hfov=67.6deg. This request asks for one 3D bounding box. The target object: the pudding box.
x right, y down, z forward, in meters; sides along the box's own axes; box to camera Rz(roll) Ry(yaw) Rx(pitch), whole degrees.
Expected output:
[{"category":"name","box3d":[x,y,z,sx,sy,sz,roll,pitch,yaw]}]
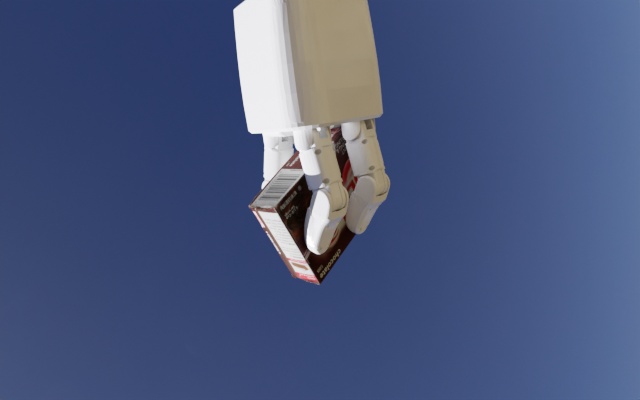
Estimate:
[{"category":"pudding box","box3d":[0.000,0.001,0.421,0.039,0.090,0.113,7,46,43]}]
